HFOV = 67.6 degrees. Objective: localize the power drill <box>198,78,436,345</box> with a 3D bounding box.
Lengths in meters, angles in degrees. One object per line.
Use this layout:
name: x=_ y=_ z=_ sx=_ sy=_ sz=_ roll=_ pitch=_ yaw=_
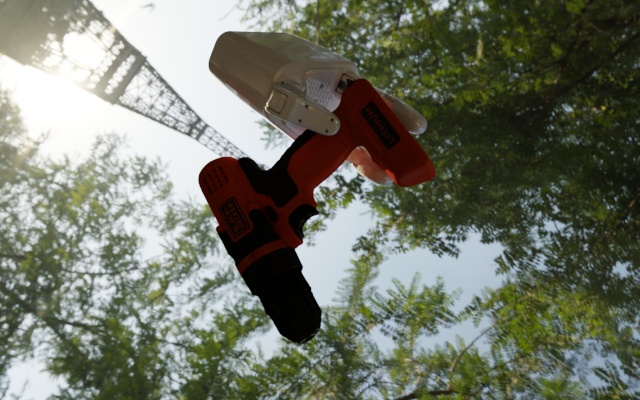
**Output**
power drill: x=0.000 y=0.001 z=0.409 sx=0.187 sy=0.184 sz=0.057 roll=-35 pitch=-19 yaw=7
